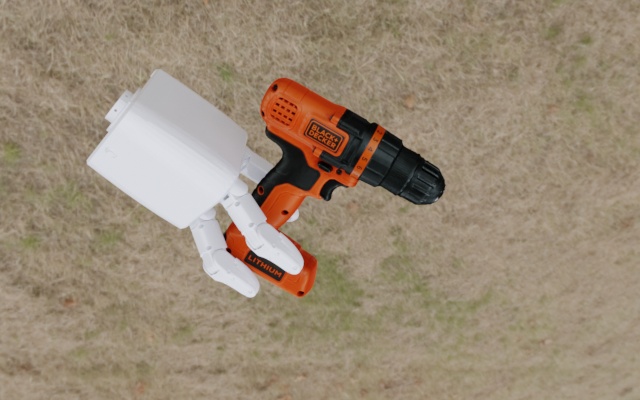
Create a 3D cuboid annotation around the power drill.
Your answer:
[{"bbox_3d":[0.000,0.002,0.463,0.184,0.188,0.057,31,23,1],"label":"power drill"}]
